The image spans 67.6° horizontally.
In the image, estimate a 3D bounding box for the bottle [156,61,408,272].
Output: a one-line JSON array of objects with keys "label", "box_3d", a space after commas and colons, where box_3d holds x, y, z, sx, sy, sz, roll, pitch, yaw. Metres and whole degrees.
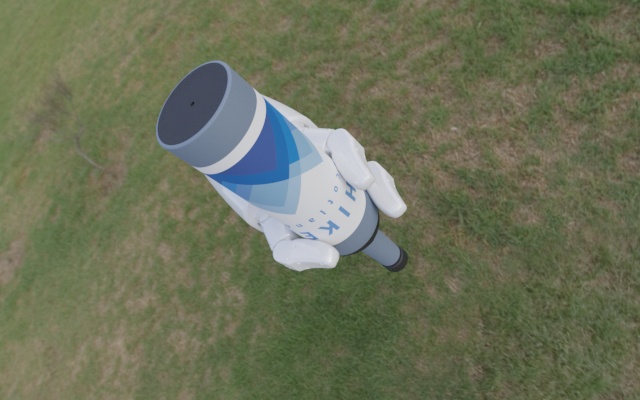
[{"label": "bottle", "box_3d": [0.000, 0.001, 0.406, 0.069, 0.069, 0.296, 0, -25, 38]}]
